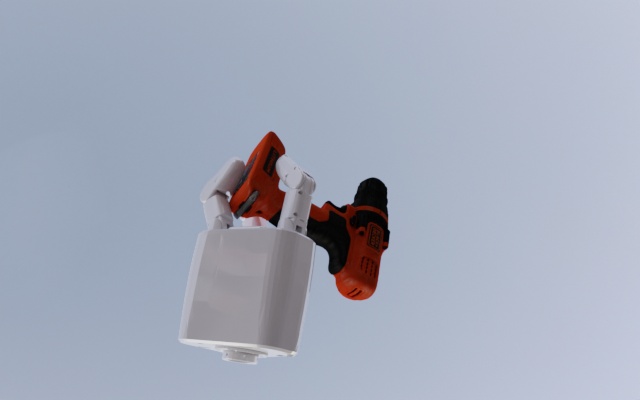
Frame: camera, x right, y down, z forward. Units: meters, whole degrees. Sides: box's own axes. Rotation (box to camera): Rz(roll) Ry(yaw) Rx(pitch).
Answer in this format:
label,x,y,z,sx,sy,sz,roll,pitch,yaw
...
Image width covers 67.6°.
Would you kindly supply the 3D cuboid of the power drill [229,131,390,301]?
label,x,y,z,sx,sy,sz,roll,pitch,yaw
power drill,0.000,0.002,0.552,0.188,0.184,0.057,32,-50,-15
